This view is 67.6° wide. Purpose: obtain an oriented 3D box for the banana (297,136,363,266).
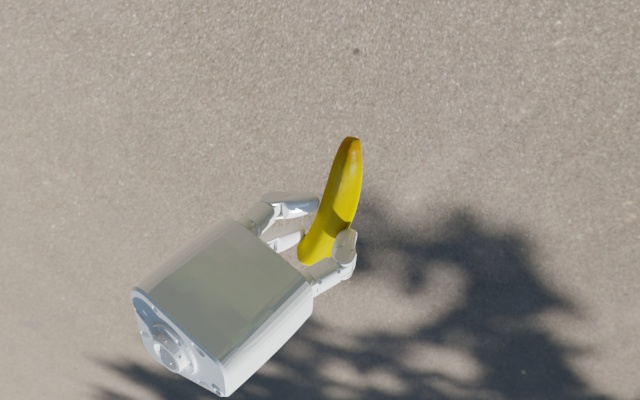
[{"bbox_3d":[0.005,0.019,0.514,0.037,0.069,0.198,-6,-33,-26],"label":"banana"}]
